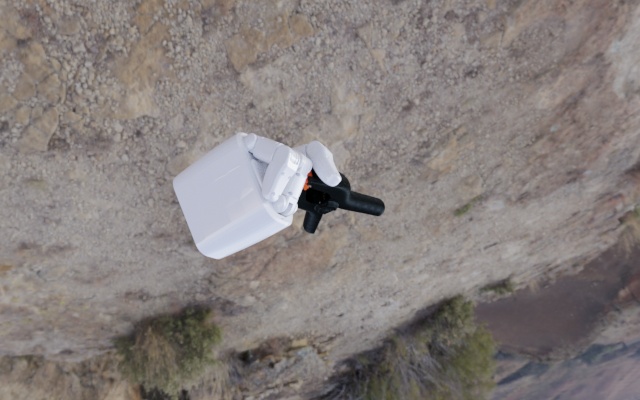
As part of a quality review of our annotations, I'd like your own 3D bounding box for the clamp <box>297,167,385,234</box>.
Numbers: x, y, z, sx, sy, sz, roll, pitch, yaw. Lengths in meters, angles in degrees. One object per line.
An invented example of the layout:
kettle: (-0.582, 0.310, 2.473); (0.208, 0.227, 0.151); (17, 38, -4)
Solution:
clamp: (0.000, 0.002, 0.623); (0.120, 0.039, 0.171); (-26, -32, 21)
